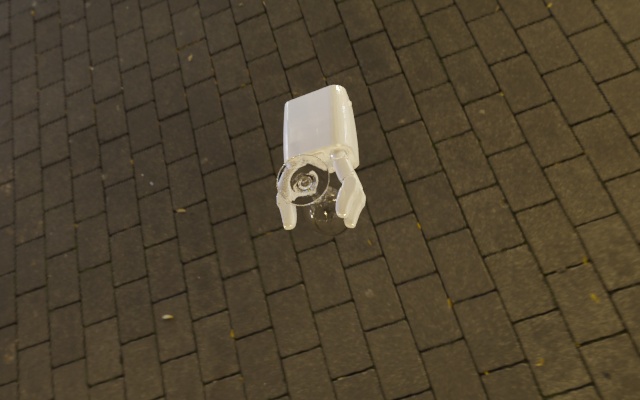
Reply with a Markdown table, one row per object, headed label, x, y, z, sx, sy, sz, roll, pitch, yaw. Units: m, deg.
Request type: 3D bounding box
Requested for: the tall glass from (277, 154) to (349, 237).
| label | x | y | z | sx | sy | sz | roll | pitch | yaw |
| --- | --- | --- | --- | --- | --- | --- | --- | --- | --- |
| tall glass | 0.000 | 0.002 | 0.730 | 0.079 | 0.079 | 0.201 | 0 | -18 | 15 |
